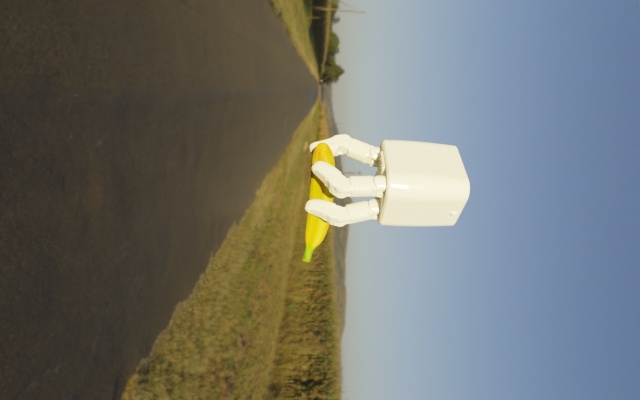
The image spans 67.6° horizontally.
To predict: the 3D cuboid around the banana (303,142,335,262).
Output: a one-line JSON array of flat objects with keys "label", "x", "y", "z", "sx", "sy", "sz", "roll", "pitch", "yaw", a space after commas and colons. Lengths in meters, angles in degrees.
[{"label": "banana", "x": 0.001, "y": -0.005, "z": 0.697, "sx": 0.037, "sy": 0.198, "sz": 0.069, "roll": 6, "pitch": 32, "yaw": 0}]
